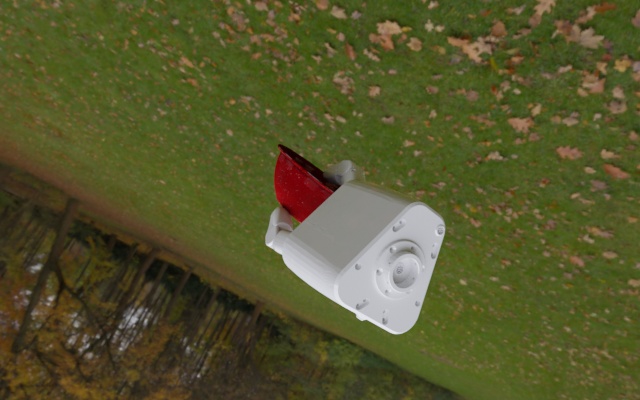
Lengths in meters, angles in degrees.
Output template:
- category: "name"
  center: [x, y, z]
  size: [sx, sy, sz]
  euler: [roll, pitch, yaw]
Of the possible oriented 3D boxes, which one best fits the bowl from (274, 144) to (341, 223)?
- category: "bowl"
  center: [0.000, 0.002, 0.570]
  size: [0.162, 0.055, 0.162]
  euler: [37, 7, -5]
